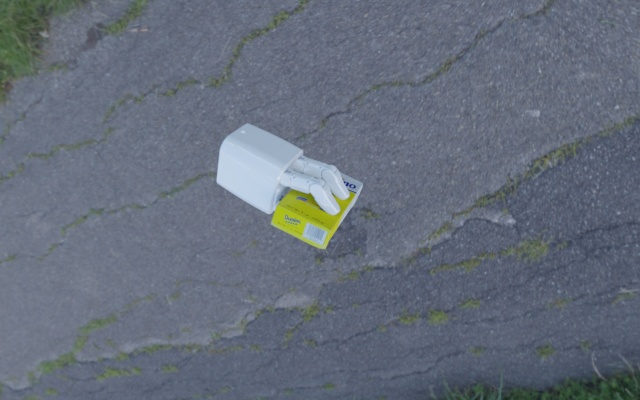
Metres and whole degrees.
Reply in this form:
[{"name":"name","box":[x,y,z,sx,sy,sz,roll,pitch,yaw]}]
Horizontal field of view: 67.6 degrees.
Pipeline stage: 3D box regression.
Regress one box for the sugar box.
[{"name":"sugar box","box":[0.000,0.002,0.780,0.093,0.048,0.176,26,35,7]}]
